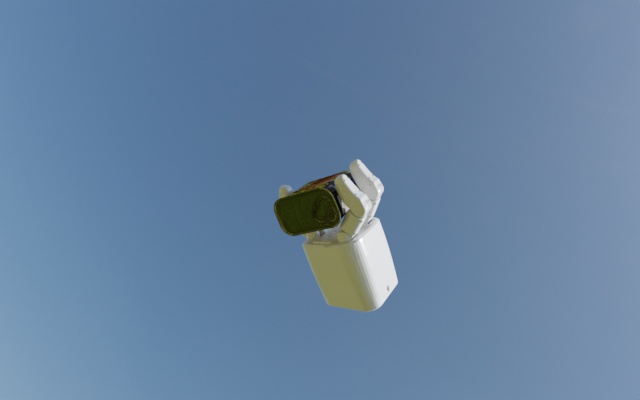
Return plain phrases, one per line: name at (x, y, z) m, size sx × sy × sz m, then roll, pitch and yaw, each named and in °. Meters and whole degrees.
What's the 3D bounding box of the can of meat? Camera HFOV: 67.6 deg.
can of meat at (0.000, 0.002, 0.672) m, size 0.102 × 0.057 × 0.084 m, roll -15°, pitch 13°, yaw 35°
